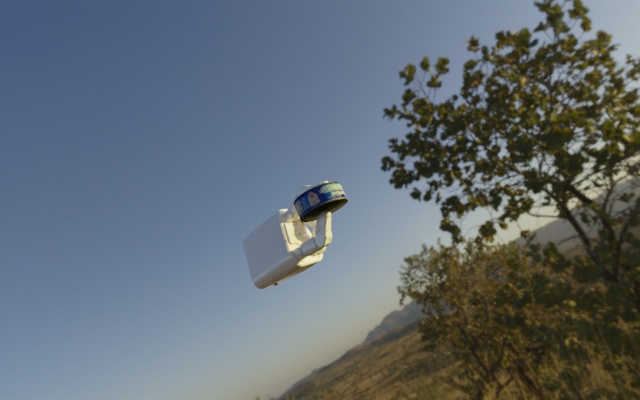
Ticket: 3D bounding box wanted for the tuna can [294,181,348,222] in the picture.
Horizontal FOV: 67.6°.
[{"bbox_3d":[0.000,0.002,0.788,0.086,0.033,0.086,-23,-14,-6],"label":"tuna can"}]
